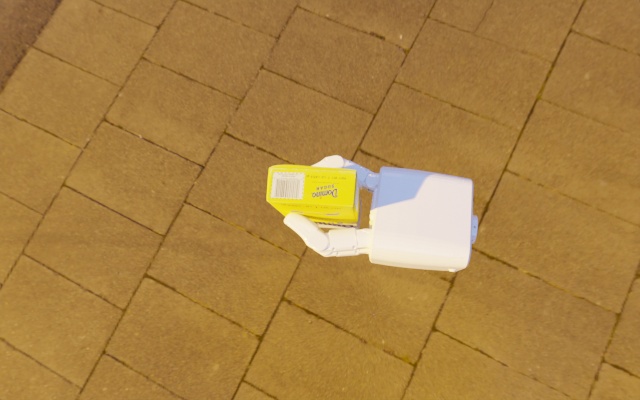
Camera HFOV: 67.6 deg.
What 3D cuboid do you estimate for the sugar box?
[{"bbox_3d":[0.000,0.002,0.570,0.093,0.048,0.176,4,-13,8],"label":"sugar box"}]
